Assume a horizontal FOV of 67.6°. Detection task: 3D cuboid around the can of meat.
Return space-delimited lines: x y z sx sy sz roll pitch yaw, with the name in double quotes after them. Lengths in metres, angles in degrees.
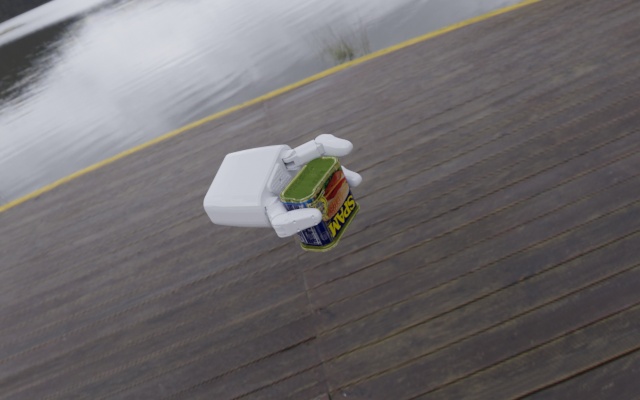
0.000 0.002 0.628 0.057 0.084 0.102 1 39 36 "can of meat"
